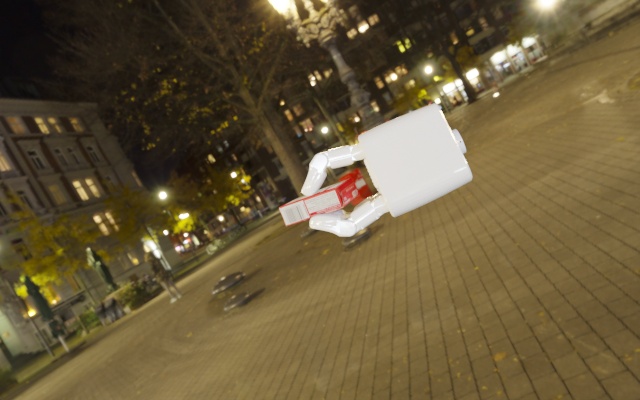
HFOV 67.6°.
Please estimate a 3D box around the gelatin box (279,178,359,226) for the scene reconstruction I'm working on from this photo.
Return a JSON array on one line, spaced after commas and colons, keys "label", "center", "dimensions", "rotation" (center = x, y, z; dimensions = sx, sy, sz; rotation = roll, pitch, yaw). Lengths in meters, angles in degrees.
[{"label": "gelatin box", "center": [0.000, 0.002, 0.639], "dimensions": [0.089, 0.030, 0.073], "rotation": [-19, 5, 23]}]
